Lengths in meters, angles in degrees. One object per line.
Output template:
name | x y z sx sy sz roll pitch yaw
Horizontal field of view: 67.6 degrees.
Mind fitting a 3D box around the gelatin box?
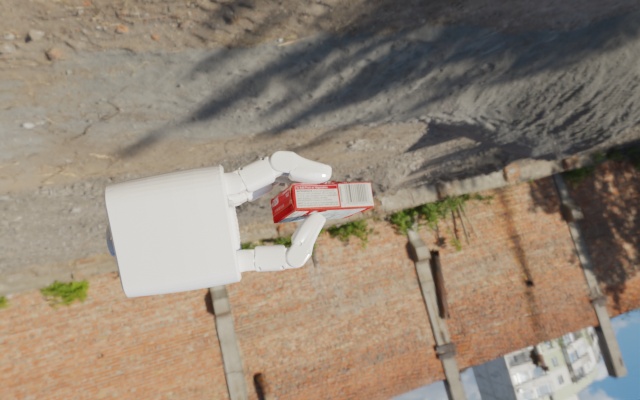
gelatin box | 0.000 0.002 0.500 0.089 0.030 0.073 -2 -11 -21
